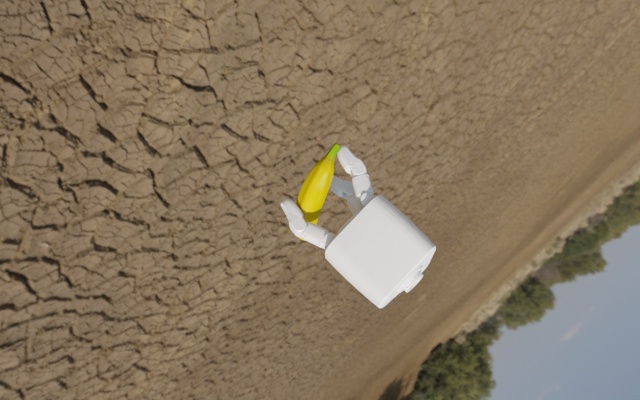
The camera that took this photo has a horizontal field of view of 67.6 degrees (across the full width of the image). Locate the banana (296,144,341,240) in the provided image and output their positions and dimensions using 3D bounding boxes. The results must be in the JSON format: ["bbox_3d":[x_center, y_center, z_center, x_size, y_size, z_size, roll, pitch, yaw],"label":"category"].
[{"bbox_3d":[-0.011,0.008,0.723,0.037,0.198,0.069,39,46,19],"label":"banana"}]
